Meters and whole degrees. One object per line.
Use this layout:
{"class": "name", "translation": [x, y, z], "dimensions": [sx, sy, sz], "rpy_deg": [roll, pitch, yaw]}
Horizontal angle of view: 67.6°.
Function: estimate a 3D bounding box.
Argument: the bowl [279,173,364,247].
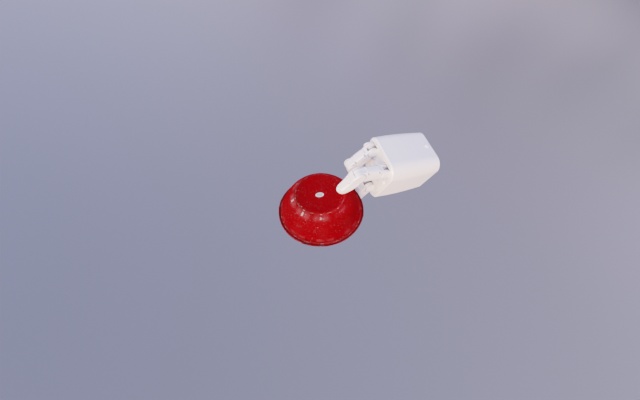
{"class": "bowl", "translation": [-0.001, 0.003, 0.882], "dimensions": [0.162, 0.162, 0.055], "rpy_deg": [0, -35, 2]}
